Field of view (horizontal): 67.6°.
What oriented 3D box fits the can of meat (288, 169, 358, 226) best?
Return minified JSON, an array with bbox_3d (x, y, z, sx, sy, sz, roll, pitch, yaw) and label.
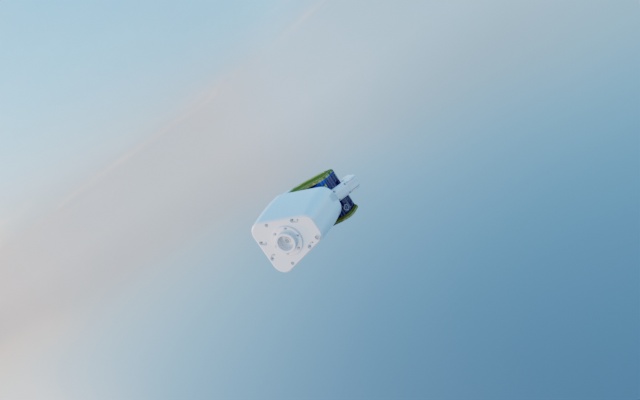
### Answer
[{"bbox_3d":[0.000,0.002,0.837,0.102,0.084,0.057,-27,13,29],"label":"can of meat"}]
